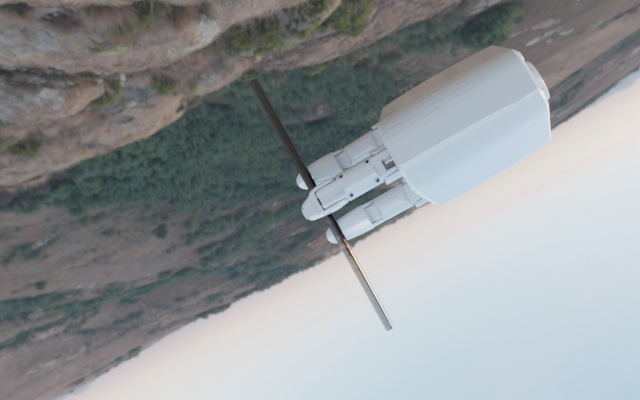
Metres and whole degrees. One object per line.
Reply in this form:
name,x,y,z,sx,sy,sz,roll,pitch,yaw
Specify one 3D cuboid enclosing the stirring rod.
stirring rod,0.000,0.001,0.405,0.011,0.239,0.011,-29,-5,-3
